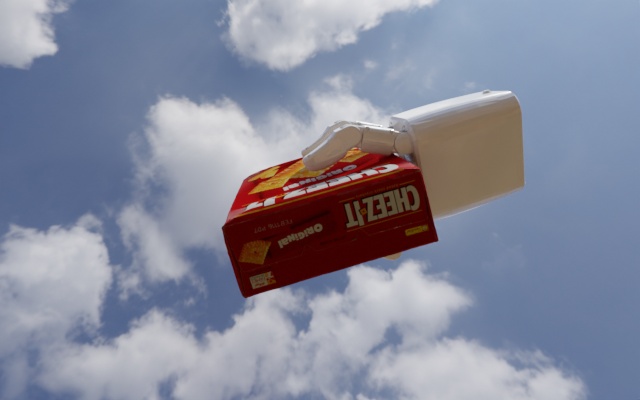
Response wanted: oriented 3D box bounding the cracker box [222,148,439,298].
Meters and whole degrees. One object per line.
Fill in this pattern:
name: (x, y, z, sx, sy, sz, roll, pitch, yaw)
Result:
cracker box: (0.000, 0.002, 0.472, 0.164, 0.072, 0.213, -17, 13, -1)
